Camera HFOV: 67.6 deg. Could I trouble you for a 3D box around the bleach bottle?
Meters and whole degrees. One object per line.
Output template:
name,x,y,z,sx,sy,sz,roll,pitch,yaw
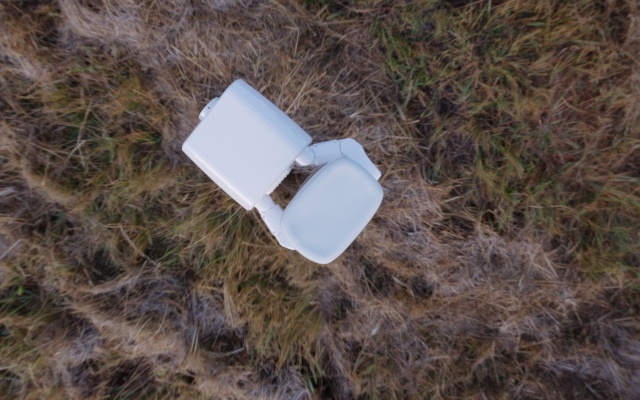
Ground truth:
bleach bottle,0.000,0.002,0.559,0.068,0.102,0.251,42,-2,-6
